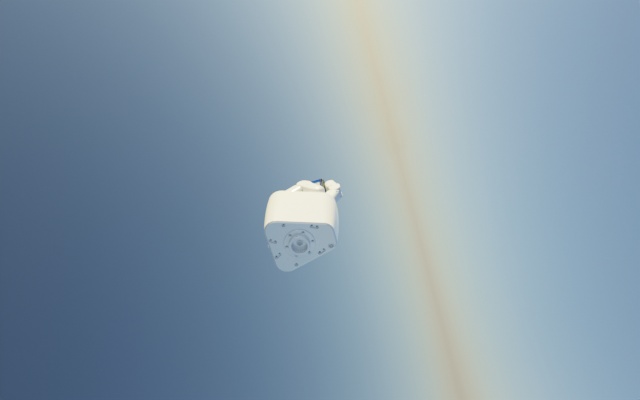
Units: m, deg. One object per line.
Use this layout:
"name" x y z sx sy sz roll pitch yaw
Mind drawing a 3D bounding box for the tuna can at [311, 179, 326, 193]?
"tuna can" 0.001 0.003 0.896 0.034 0.086 0.086 -17 -2 5
